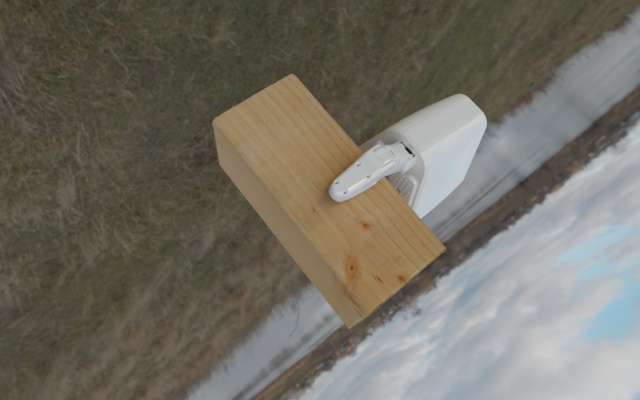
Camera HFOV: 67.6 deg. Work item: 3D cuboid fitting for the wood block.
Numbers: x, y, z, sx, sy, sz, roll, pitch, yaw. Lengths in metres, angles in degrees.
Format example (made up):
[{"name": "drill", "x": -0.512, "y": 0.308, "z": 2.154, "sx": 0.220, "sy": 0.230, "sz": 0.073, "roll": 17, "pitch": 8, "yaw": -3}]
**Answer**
[{"name": "wood block", "x": 0.001, "y": 0.001, "z": 0.433, "sx": 0.090, "sy": 0.206, "sz": 0.091, "roll": -35, "pitch": -13, "yaw": -19}]
